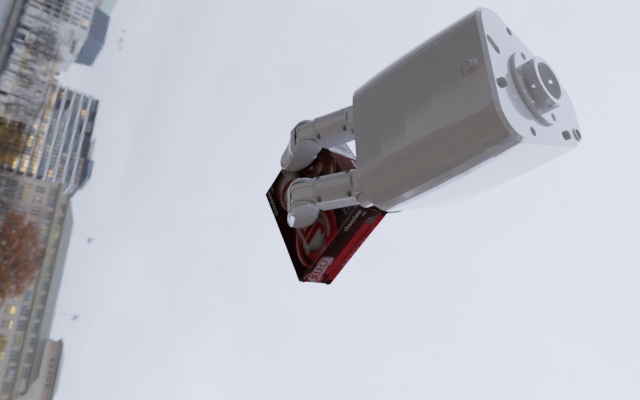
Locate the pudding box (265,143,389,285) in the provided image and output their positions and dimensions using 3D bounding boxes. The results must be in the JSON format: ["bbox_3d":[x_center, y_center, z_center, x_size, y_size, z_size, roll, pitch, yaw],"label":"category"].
[{"bbox_3d":[0.000,0.001,0.410,0.039,0.090,0.113,16,32,-34],"label":"pudding box"}]
